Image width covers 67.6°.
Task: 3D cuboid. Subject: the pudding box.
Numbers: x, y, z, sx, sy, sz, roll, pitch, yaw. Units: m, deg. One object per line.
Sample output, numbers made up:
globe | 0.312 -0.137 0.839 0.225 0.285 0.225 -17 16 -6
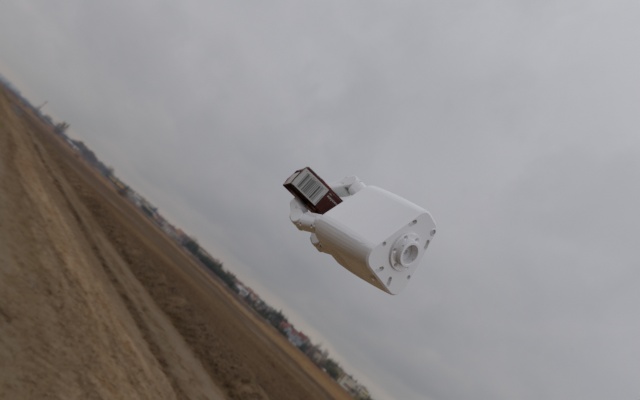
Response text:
pudding box | 0.000 0.002 0.708 0.039 0.113 0.090 -45 8 -9
